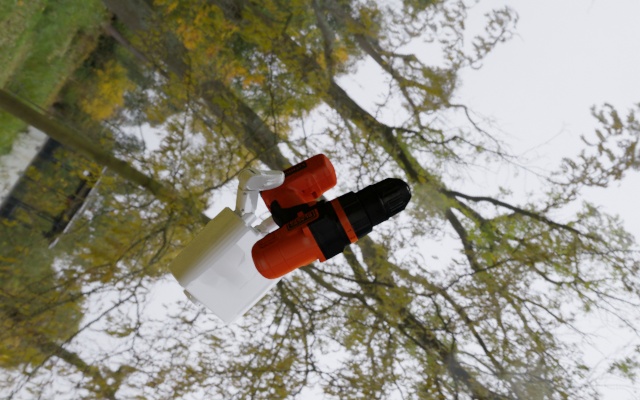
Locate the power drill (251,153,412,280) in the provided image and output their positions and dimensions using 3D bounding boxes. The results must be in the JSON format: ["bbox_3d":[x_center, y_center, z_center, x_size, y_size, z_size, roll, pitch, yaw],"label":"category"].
[{"bbox_3d":[0.000,0.002,0.572,0.184,0.057,0.187,-26,23,0],"label":"power drill"}]
